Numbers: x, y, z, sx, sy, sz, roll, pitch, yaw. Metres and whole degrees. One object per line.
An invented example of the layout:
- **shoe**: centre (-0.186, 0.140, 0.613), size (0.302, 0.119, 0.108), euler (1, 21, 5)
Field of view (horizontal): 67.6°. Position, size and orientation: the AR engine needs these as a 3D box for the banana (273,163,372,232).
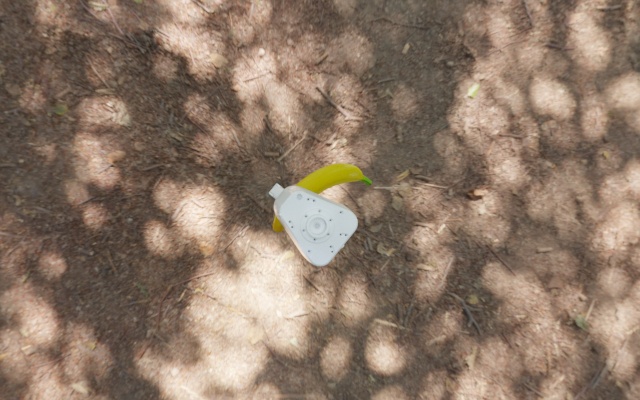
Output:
- **banana**: centre (-0.005, -0.015, 0.835), size (0.198, 0.069, 0.037), euler (-27, 10, -8)
